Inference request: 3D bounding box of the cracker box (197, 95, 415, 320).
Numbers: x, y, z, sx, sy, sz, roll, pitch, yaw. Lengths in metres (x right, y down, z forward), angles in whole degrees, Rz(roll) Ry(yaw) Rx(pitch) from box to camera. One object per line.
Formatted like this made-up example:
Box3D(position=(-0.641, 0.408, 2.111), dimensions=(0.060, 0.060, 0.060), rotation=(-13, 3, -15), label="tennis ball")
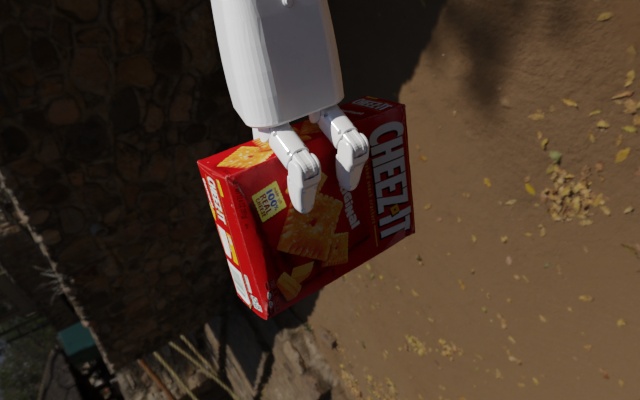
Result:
Box3D(position=(0.000, 0.002, 0.502), dimensions=(0.213, 0.164, 0.072), rotation=(-26, 32, -27), label="cracker box")
